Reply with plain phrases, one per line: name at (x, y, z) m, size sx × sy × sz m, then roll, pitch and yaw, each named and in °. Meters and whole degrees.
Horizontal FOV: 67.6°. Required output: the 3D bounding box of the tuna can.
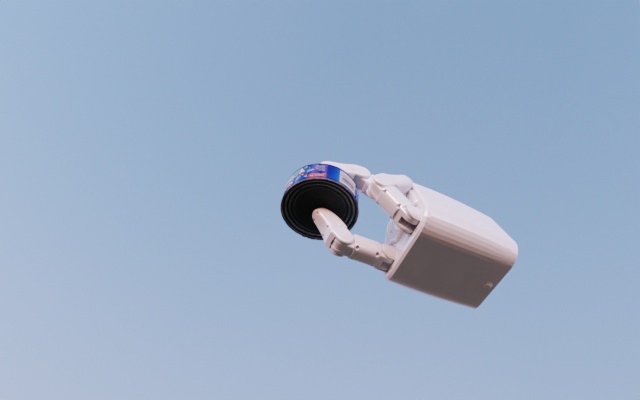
tuna can at (0.000, 0.001, 0.532) m, size 0.086 × 0.086 × 0.033 m, roll 0°, pitch 37°, yaw 6°
